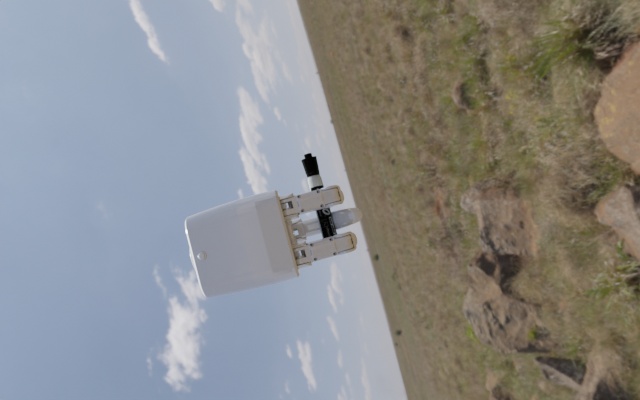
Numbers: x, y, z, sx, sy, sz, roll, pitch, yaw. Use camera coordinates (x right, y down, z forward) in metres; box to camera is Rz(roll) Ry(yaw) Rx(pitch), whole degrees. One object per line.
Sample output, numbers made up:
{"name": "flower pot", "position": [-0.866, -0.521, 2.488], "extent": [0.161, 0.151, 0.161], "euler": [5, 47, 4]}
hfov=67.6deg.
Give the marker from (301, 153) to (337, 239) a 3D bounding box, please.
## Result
{"name": "marker", "position": [0.000, 0.002, 0.572], "extent": [0.020, 0.121, 0.020], "euler": [-15, -4, -1]}
